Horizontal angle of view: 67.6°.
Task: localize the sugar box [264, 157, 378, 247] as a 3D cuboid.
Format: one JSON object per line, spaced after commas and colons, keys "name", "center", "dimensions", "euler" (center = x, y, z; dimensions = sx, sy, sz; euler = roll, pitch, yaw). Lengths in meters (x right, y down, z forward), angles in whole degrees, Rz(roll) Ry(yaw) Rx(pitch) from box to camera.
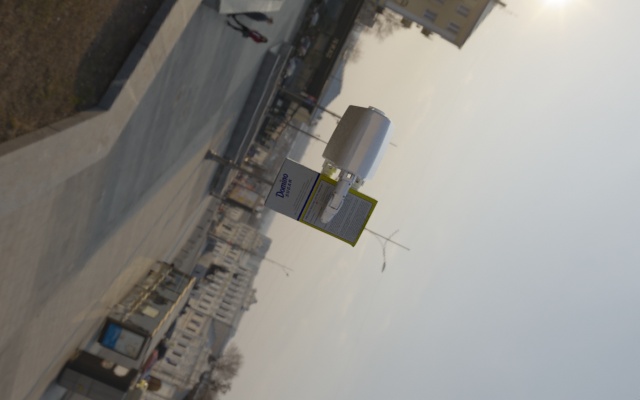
{"name": "sugar box", "center": [0.000, 0.003, 0.832], "dimensions": [0.176, 0.093, 0.048], "euler": [26, 5, -5]}
